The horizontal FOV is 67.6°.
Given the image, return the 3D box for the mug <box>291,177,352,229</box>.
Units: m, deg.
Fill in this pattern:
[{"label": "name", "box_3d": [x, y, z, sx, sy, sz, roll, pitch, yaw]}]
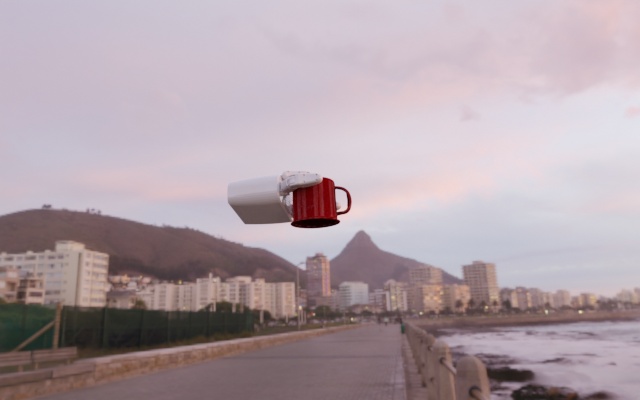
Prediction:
[{"label": "mug", "box_3d": [0.002, 0.003, 0.893, 0.117, 0.081, 0.093, -6, -14, 12]}]
